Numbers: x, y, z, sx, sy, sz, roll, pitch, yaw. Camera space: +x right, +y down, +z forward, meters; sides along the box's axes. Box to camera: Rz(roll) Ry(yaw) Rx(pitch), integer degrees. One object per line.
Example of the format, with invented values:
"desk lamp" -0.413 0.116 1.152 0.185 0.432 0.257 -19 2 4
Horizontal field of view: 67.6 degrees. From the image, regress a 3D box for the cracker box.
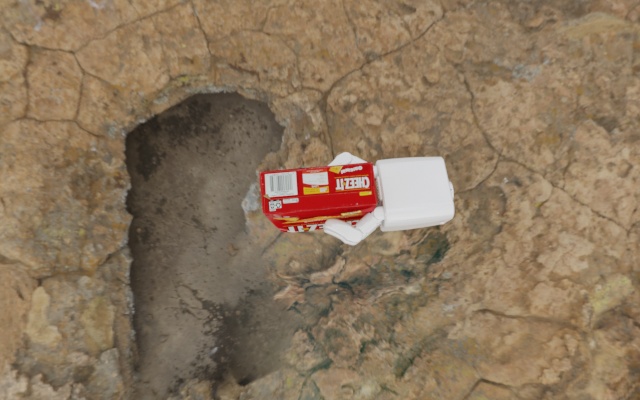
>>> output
"cracker box" 0.000 0.002 0.769 0.164 0.072 0.214 -5 -11 1
